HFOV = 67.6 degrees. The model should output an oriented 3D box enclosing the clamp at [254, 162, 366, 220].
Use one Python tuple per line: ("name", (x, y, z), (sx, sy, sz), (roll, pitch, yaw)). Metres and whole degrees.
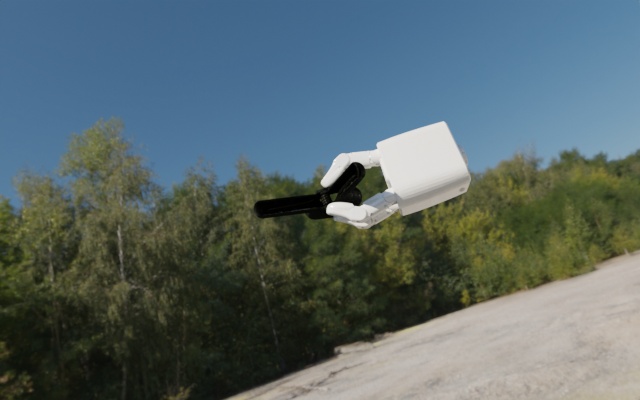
("clamp", (0.000, 0.002, 0.727), (0.164, 0.036, 0.210), (-19, -14, 8))
